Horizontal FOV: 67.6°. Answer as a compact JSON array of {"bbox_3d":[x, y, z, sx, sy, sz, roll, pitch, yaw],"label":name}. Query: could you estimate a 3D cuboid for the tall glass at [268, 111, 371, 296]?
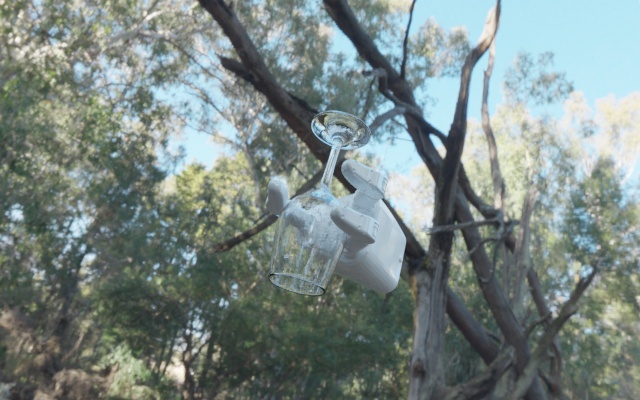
[{"bbox_3d":[0.000,0.001,0.534,0.079,0.201,0.079,13,-26,7],"label":"tall glass"}]
